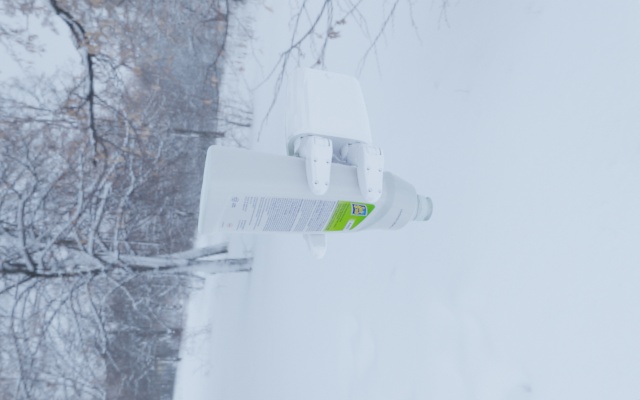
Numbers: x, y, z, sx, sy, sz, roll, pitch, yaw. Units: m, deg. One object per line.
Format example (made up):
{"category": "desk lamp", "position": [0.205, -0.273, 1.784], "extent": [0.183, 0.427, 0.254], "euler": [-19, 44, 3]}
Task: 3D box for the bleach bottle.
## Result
{"category": "bleach bottle", "position": [0.000, 0.002, 0.520], "extent": [0.251, 0.068, 0.103], "euler": [6, -35, -16]}
